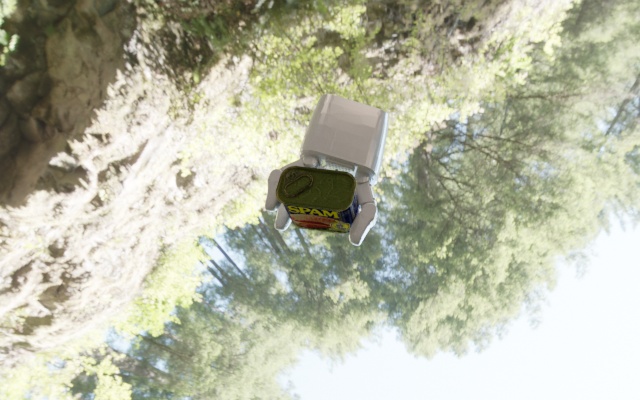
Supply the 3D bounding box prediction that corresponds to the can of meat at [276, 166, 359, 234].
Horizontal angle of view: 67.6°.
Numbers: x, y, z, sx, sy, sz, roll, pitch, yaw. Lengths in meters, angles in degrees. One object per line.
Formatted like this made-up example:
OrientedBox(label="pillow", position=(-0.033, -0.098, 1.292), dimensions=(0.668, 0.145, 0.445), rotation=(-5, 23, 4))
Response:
OrientedBox(label="can of meat", position=(0.000, 0.002, 0.642), dimensions=(0.102, 0.057, 0.084), rotation=(7, -25, 14))
